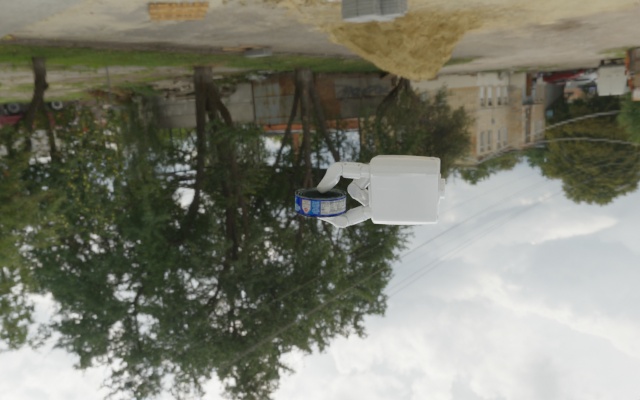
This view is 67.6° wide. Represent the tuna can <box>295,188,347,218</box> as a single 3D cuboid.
[{"bbox_3d":[0.000,0.003,0.795,0.086,0.034,0.086,1,13,0],"label":"tuna can"}]
